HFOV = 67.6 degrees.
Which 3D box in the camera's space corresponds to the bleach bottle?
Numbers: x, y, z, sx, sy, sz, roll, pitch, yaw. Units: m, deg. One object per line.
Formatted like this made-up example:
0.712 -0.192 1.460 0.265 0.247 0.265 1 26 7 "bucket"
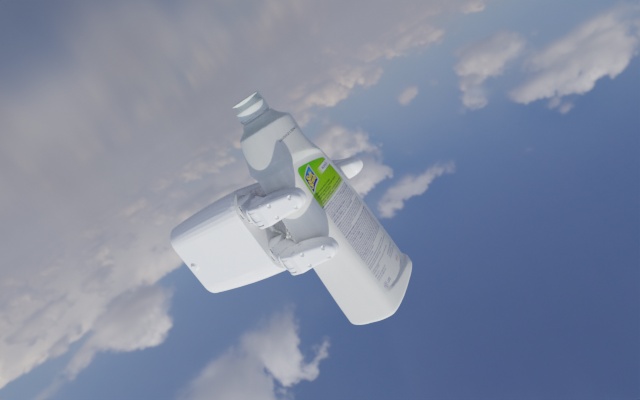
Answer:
0.000 0.002 0.483 0.068 0.251 0.102 -24 18 31 "bleach bottle"
